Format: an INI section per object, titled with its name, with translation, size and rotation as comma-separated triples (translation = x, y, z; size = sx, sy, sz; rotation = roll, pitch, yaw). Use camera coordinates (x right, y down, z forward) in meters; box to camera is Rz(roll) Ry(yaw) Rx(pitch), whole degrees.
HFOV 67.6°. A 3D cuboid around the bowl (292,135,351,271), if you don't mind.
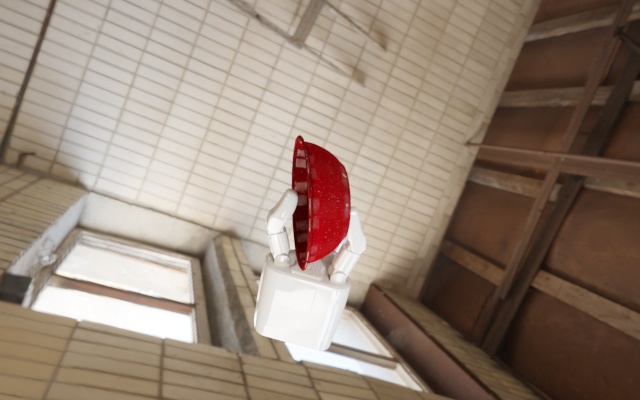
[bowl]
translation = 0.001, 0.001, 0.575
size = 0.055, 0.162, 0.162
rotation = -2, 0, -9
